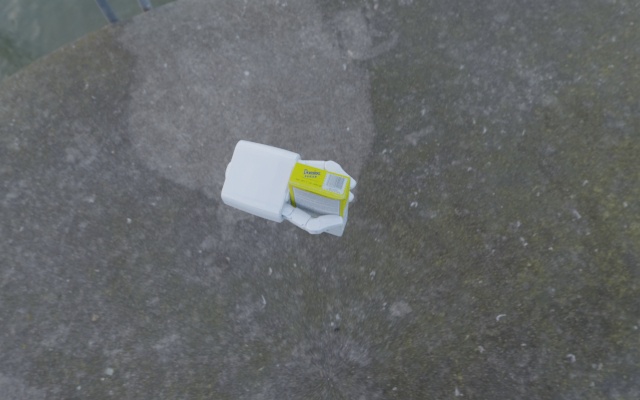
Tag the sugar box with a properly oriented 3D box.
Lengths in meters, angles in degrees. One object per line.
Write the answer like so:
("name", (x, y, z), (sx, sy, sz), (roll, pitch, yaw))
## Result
("sugar box", (0.000, 0.002, 0.809), (0.093, 0.048, 0.176), (17, -19, 7))
